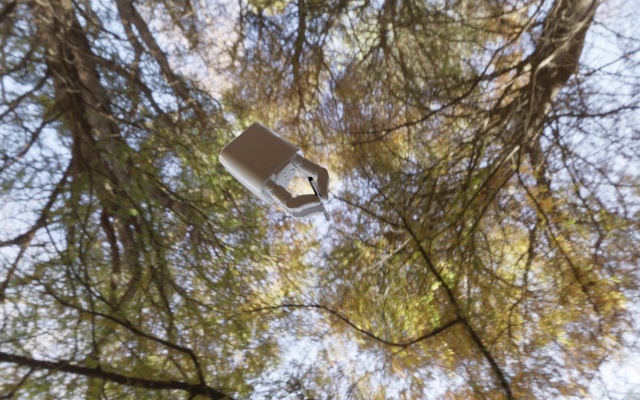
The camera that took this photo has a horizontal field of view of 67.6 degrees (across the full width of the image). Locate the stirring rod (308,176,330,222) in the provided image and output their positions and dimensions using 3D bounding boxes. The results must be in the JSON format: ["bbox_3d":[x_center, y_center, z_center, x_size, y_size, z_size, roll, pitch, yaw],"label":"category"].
[{"bbox_3d":[0.000,0.003,0.850,0.011,0.011,0.240,0,-17,8],"label":"stirring rod"}]
